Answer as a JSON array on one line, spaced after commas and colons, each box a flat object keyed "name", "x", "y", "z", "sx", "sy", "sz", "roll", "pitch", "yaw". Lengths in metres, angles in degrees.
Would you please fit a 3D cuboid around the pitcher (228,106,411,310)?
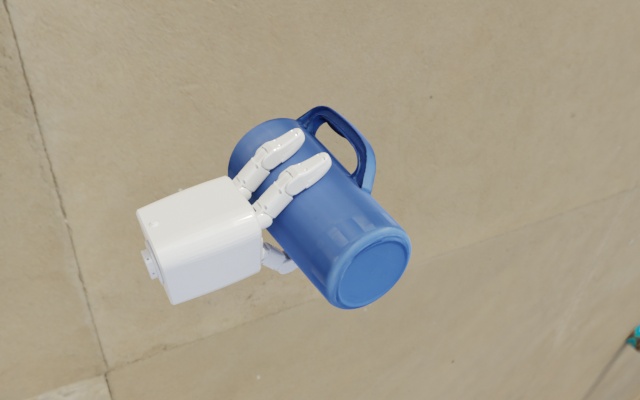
[{"name": "pitcher", "x": 0.000, "y": 0.002, "z": 0.565, "sx": 0.145, "sy": 0.149, "sz": 0.242, "roll": -21, "pitch": 43, "yaw": -23}]
